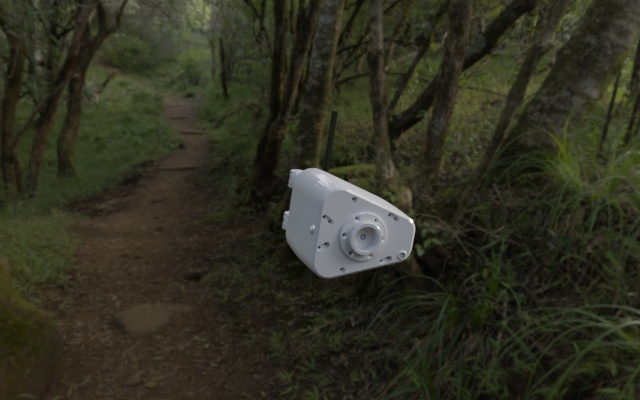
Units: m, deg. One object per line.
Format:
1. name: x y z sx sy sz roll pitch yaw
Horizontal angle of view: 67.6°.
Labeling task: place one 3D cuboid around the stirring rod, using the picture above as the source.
1. stirring rod: 0.000 0.002 0.635 0.011 0.239 0.011 9 9 -1
